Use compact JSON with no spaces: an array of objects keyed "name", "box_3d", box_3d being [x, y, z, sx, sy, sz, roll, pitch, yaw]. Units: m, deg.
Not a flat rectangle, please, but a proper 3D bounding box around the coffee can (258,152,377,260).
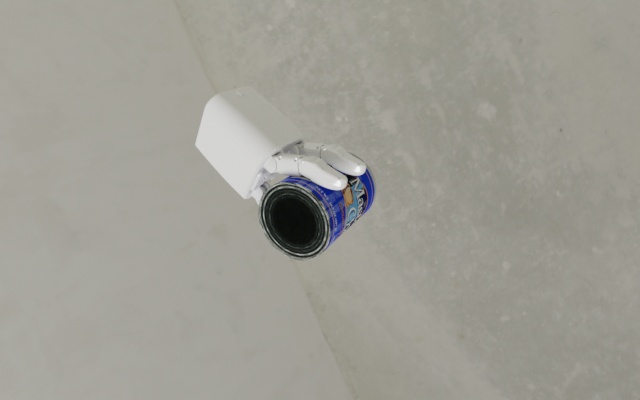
[{"name":"coffee can","box_3d":[0.000,0.002,0.630,0.103,0.103,0.140,0,20,31]}]
